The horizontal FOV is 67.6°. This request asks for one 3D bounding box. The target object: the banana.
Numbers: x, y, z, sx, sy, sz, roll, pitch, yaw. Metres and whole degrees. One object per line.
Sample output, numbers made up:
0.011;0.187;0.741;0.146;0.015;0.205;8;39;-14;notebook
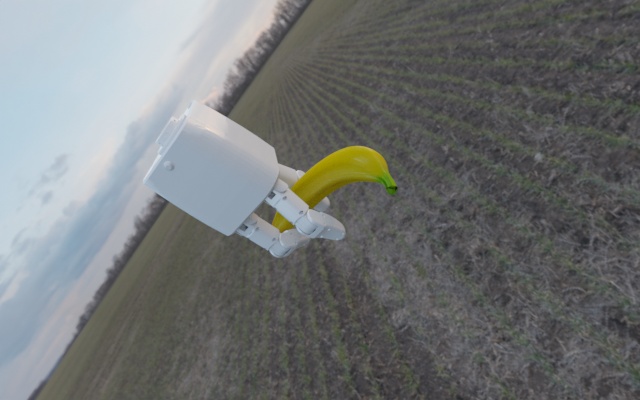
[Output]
0.006;-0.015;0.530;0.037;0.069;0.198;31;-34;-28;banana
